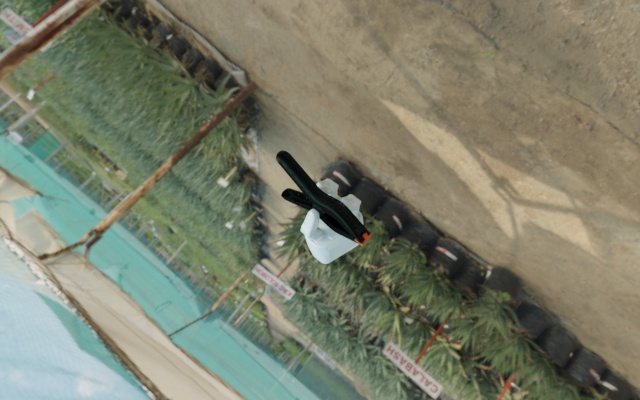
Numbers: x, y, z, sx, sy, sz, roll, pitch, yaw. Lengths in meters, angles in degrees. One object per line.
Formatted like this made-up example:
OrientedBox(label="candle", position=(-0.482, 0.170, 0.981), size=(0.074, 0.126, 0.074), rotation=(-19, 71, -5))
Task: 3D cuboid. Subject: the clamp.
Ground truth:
OrientedBox(label="clamp", position=(0.000, 0.004, 0.845), size=(0.210, 0.036, 0.165), rotation=(35, -19, 21))
